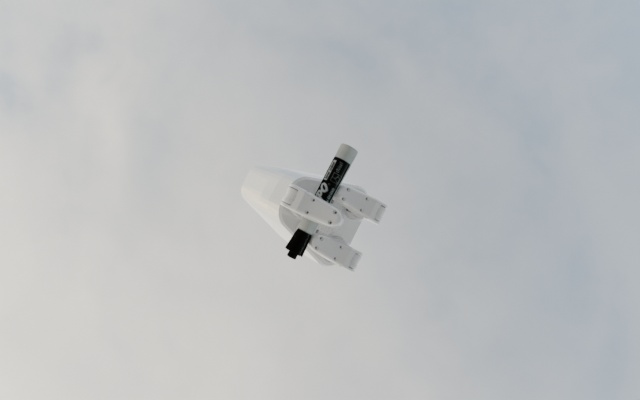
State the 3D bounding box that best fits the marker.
[{"bbox_3d":[0.000,0.002,0.462,0.020,0.121,0.020,28,-3,2],"label":"marker"}]
